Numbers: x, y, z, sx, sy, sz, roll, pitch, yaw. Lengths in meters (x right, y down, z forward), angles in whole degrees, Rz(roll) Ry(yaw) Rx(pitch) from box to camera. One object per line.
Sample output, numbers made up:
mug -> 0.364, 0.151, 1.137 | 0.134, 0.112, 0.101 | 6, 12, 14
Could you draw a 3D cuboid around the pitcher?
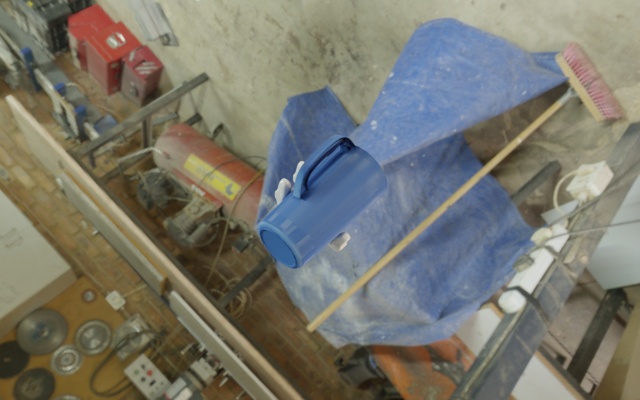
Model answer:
pitcher -> 0.000, 0.003, 0.884 | 0.242, 0.149, 0.145 | -43, 0, -28
